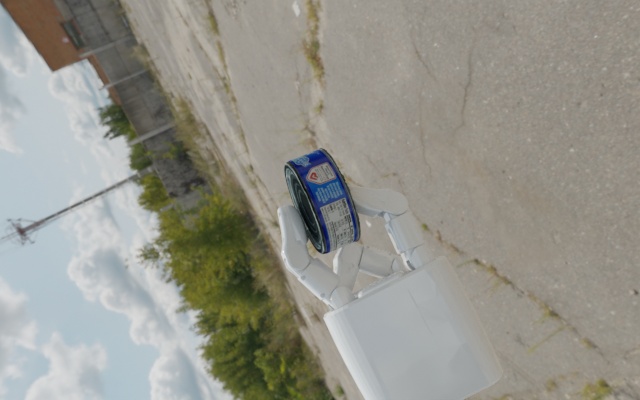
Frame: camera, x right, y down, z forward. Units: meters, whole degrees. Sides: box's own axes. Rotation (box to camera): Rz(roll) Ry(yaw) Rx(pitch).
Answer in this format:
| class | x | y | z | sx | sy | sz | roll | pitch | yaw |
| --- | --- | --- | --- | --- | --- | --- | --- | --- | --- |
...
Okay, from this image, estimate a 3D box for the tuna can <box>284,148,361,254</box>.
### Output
| class | x | y | z | sx | sy | sz | roll | pitch | yaw |
| --- | --- | --- | --- | --- | --- | --- | --- | --- | --- |
| tuna can | 0.000 | 0.001 | 0.405 | 0.034 | 0.086 | 0.086 | -22 | 4 | -11 |
